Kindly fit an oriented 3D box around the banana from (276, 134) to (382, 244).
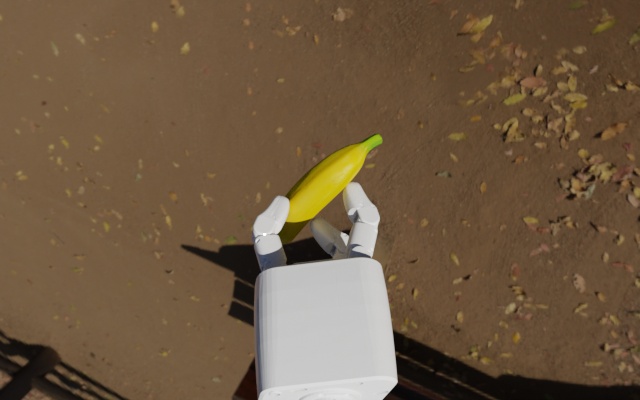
[{"bbox_3d":[-0.011,0.002,0.519,0.069,0.037,0.198,-9,-27,-47],"label":"banana"}]
